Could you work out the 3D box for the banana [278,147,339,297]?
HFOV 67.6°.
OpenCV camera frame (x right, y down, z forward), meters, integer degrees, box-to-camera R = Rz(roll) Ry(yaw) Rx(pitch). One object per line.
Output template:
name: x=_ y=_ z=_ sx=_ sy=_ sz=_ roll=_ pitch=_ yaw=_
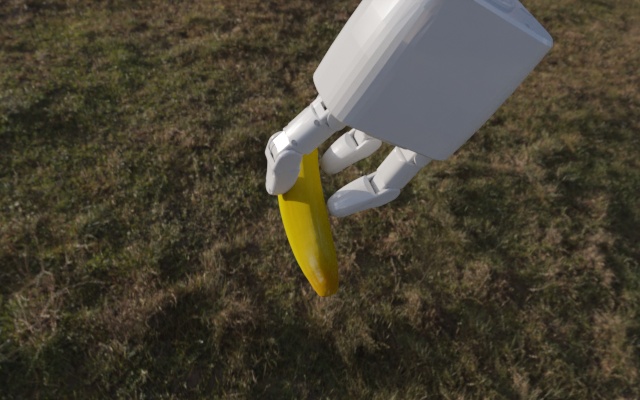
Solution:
banana: x=-0.011 y=-0.011 z=0.419 sx=0.037 sy=0.197 sz=0.070 roll=-30 pitch=-51 yaw=22
